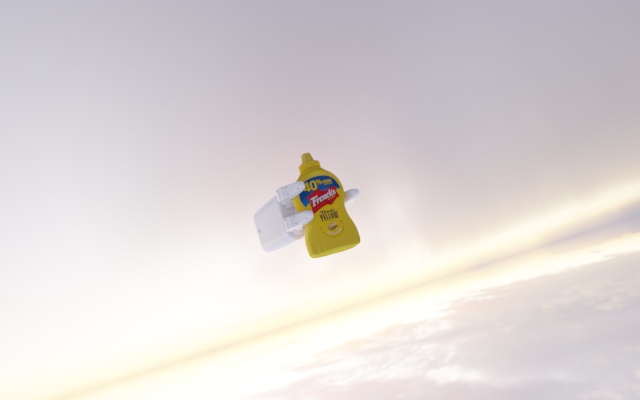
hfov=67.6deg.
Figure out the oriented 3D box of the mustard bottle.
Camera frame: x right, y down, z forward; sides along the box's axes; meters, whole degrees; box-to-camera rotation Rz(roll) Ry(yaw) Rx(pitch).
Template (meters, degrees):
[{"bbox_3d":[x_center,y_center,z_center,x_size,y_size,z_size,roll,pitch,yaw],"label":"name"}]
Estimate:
[{"bbox_3d":[0.000,0.003,0.870,0.096,0.191,0.058,-14,-14,-16],"label":"mustard bottle"}]
